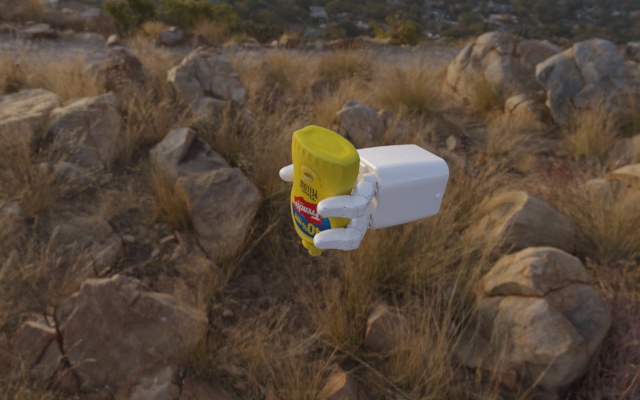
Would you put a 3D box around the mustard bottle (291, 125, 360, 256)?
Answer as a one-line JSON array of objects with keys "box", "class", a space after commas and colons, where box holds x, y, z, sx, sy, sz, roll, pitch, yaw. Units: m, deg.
[{"box": [0.000, 0.002, 0.642, 0.058, 0.192, 0.096, -29, 51, -35], "class": "mustard bottle"}]
